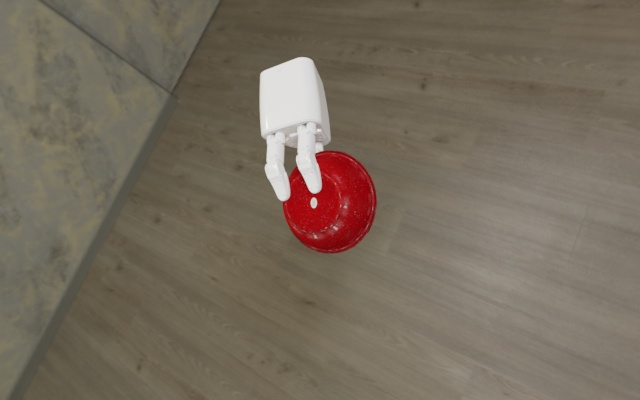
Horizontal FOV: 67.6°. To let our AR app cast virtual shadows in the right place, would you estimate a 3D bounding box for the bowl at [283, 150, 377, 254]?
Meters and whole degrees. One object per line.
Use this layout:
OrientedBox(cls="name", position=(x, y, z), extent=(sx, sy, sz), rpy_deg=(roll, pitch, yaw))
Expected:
OrientedBox(cls="bowl", position=(0.000, 0.004, 0.720), extent=(0.162, 0.162, 0.055), rpy_deg=(0, 0, 27))
